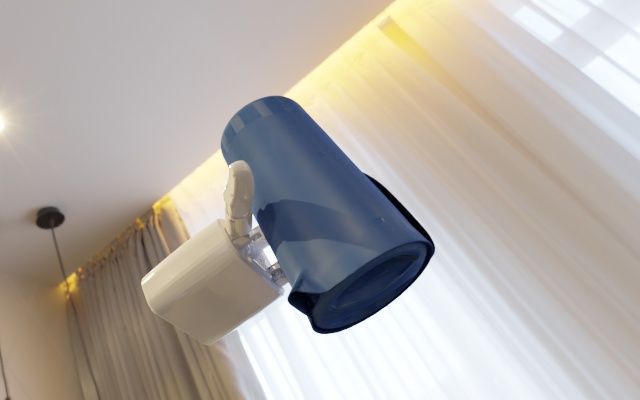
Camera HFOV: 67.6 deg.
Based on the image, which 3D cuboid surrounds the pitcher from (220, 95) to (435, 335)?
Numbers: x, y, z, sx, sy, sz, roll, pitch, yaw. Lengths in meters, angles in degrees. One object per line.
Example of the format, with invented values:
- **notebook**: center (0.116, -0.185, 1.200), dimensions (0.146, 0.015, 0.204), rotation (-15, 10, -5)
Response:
- **pitcher**: center (0.000, 0.002, 0.499), dimensions (0.145, 0.242, 0.149), rotation (-37, -31, 2)
